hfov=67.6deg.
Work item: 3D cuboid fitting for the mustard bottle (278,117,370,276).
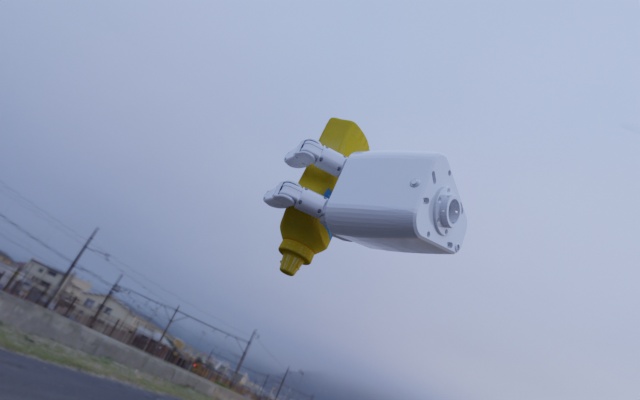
[{"bbox_3d":[0.000,0.002,0.571,0.058,0.191,0.096,16,-25,20],"label":"mustard bottle"}]
